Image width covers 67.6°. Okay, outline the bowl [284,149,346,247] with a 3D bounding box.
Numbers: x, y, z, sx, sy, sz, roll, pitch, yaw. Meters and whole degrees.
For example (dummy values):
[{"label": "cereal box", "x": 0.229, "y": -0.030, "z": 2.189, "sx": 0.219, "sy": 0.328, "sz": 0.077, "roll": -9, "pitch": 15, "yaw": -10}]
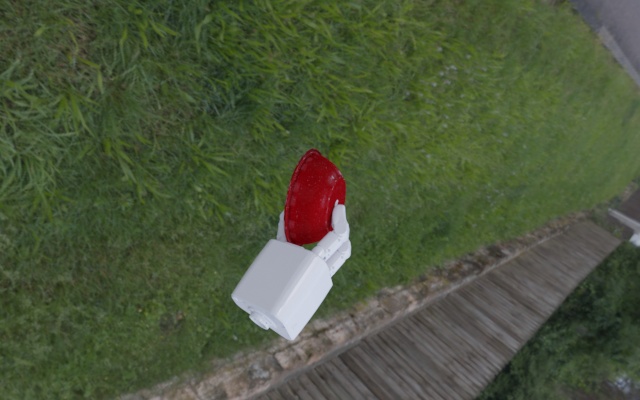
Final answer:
[{"label": "bowl", "x": 0.001, "y": 0.001, "z": 0.751, "sx": 0.055, "sy": 0.162, "sz": 0.162, "roll": 12, "pitch": 4, "yaw": 18}]
